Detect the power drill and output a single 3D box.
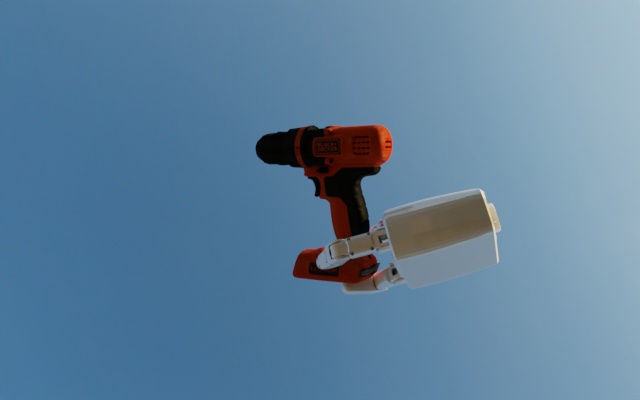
[{"bbox_3d":[0.000,0.002,0.587,0.184,0.187,0.057,1,9,33],"label":"power drill"}]
